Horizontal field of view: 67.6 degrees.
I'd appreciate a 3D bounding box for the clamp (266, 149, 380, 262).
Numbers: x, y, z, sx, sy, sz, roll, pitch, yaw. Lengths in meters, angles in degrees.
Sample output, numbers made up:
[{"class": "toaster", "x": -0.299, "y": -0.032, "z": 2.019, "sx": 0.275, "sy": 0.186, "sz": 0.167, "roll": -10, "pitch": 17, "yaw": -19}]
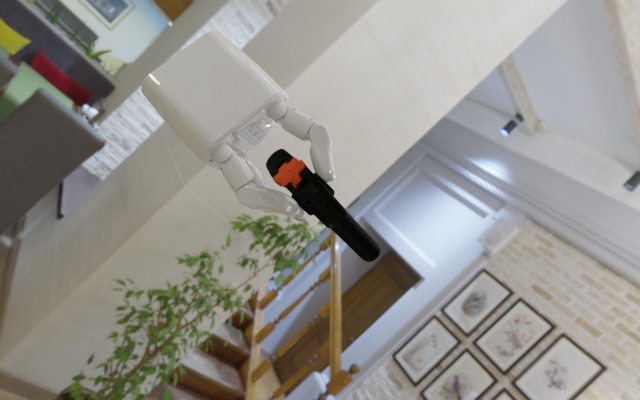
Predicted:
[{"class": "clamp", "x": 0.000, "y": 0.001, "z": 0.488, "sx": 0.164, "sy": 0.036, "sz": 0.210, "roll": 44, "pitch": 0, "yaw": 8}]
